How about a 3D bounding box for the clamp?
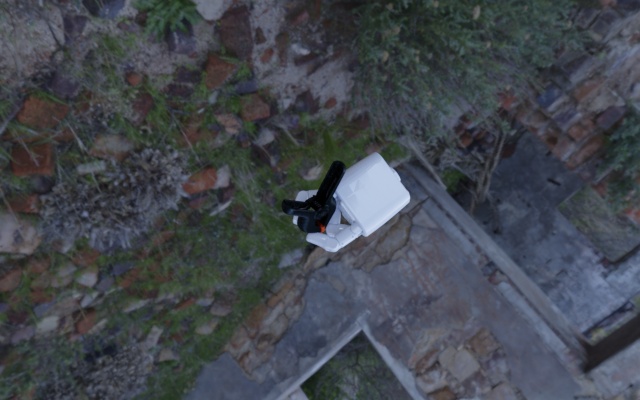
[{"bbox_3d":[0.000,0.003,0.789,0.120,0.039,0.171,-36,-20,-5],"label":"clamp"}]
